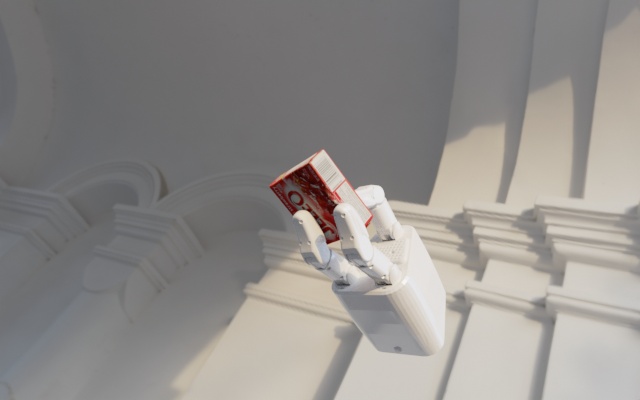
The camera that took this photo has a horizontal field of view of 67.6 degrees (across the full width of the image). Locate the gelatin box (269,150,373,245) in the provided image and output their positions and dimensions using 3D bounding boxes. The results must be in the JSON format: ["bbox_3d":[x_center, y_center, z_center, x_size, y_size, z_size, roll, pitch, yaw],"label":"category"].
[{"bbox_3d":[0.000,0.001,0.492,0.073,0.089,0.030,-26,15,48],"label":"gelatin box"}]
